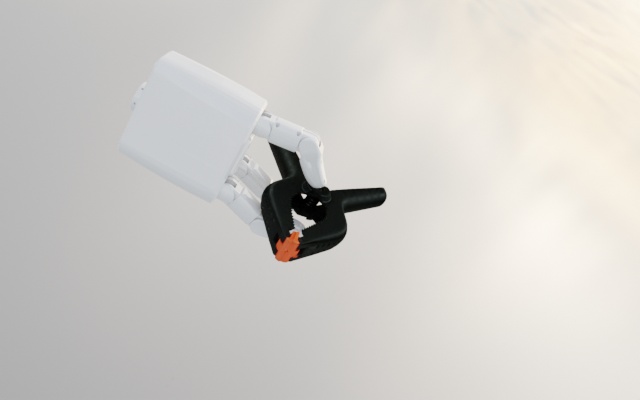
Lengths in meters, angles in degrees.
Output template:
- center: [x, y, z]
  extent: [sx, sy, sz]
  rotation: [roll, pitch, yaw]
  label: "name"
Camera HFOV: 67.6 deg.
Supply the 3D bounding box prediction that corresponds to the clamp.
- center: [0.000, 0.001, 0.517]
  extent: [0.164, 0.036, 0.209]
  rotation: [26, 31, -9]
  label: "clamp"
